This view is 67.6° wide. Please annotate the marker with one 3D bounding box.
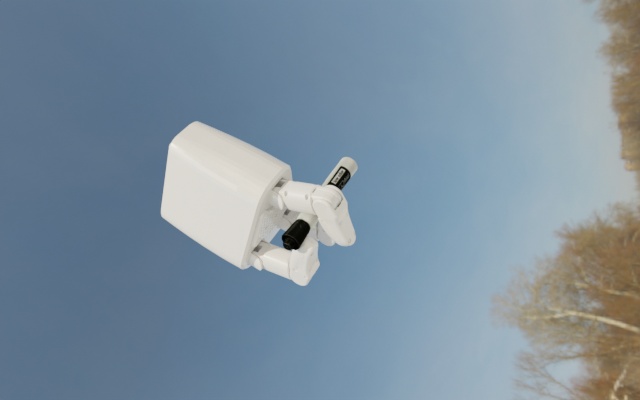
[{"bbox_3d":[0.000,0.001,0.443,0.020,0.020,0.121,0,39,38],"label":"marker"}]
